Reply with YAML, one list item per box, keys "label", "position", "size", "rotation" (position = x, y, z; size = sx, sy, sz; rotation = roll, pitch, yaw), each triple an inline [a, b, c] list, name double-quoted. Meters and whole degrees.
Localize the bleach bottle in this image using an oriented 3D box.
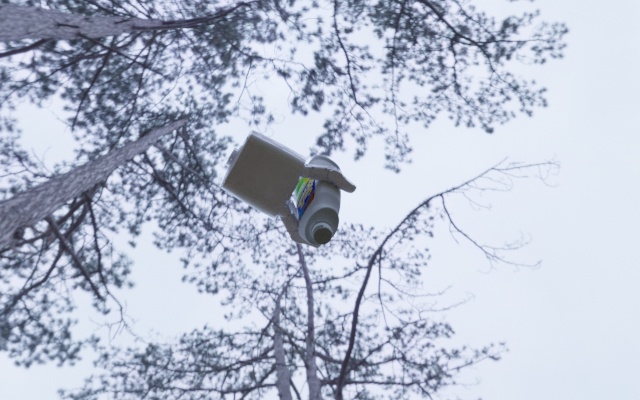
- label: "bleach bottle"
  position: [0.000, 0.003, 0.831]
  size: [0.068, 0.102, 0.250]
  rotation: [30, 16, -14]
